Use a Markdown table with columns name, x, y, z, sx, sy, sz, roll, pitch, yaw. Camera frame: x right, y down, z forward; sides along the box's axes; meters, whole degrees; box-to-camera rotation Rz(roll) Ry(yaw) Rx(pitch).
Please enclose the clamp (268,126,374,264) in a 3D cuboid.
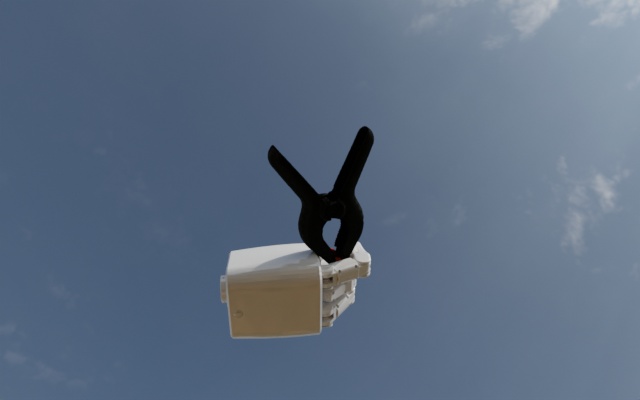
| name | x | y | z | sx | sy | sz | roll | pitch | yaw |
| --- | --- | --- | --- | --- | --- | --- | --- | --- | --- |
| clamp | 0.000 | 0.002 | 0.547 | 0.120 | 0.171 | 0.039 | -3 | 20 | -11 |
